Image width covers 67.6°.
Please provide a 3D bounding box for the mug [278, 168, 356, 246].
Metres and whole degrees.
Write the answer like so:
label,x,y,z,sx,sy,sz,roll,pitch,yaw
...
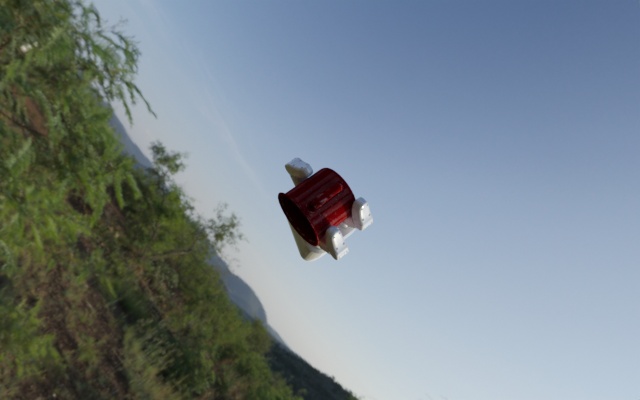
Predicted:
label,x,y,z,sx,sy,sz,roll,pitch,yaw
mug,0.000,0.002,0.681,0.081,0.093,0.117,-36,-7,-18
